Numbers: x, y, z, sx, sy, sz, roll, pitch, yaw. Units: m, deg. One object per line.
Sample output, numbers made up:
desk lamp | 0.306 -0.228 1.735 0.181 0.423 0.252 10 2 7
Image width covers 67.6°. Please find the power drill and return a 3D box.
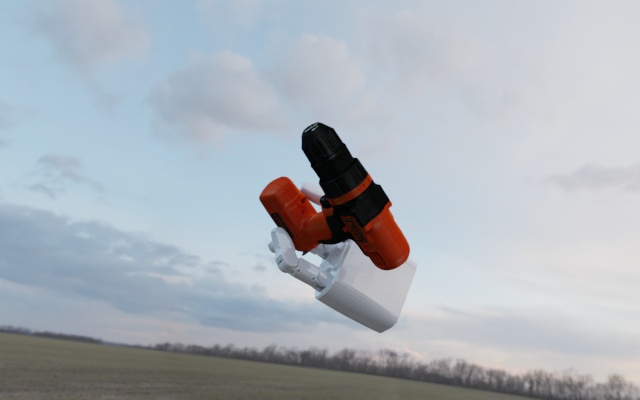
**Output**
power drill | 0.000 0.002 0.567 0.057 0.184 0.187 -41 18 -27
